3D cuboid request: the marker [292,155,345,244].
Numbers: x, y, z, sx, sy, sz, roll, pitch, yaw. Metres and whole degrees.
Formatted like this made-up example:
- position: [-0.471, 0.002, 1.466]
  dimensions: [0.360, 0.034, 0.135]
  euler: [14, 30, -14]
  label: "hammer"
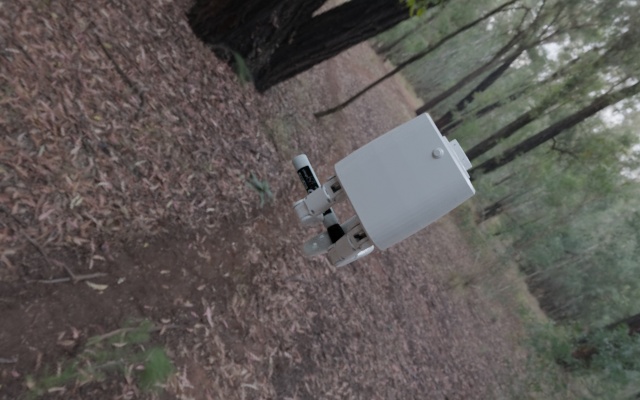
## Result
- position: [0.000, 0.002, 0.552]
  dimensions: [0.020, 0.121, 0.020]
  euler: [-25, -16, -8]
  label: "marker"
